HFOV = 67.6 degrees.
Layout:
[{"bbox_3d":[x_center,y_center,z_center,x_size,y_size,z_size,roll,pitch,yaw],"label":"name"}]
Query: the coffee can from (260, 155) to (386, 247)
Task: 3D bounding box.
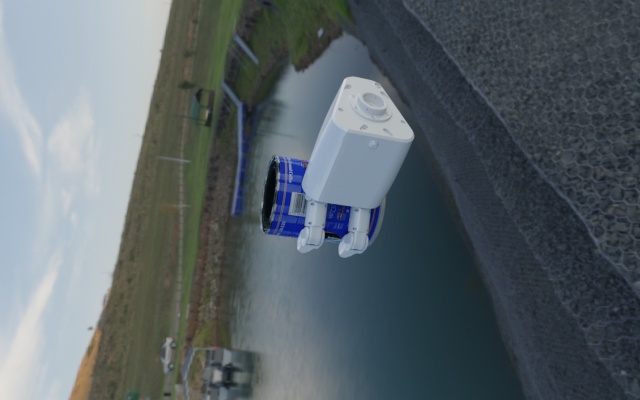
[{"bbox_3d":[0.000,0.002,0.621,0.140,0.103,0.103,8,-2,-16],"label":"coffee can"}]
